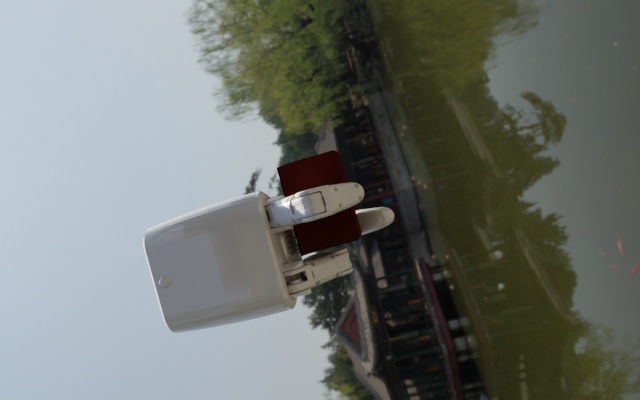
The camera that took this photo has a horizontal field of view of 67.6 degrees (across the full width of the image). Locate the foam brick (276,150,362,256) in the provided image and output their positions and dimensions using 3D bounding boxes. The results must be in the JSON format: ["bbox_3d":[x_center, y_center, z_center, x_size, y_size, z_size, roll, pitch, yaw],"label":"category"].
[{"bbox_3d":[0.000,0.001,0.409,0.051,0.078,0.053,-16,-1,7],"label":"foam brick"}]
